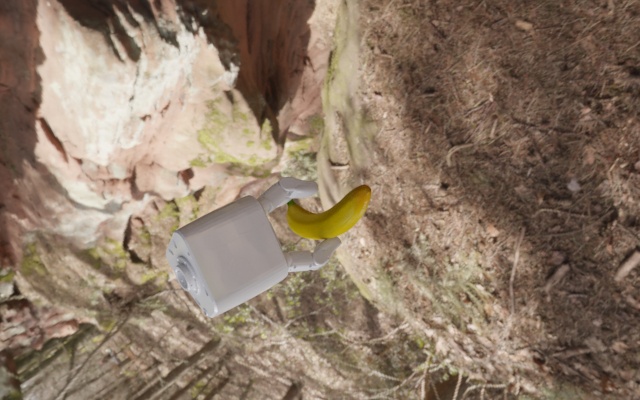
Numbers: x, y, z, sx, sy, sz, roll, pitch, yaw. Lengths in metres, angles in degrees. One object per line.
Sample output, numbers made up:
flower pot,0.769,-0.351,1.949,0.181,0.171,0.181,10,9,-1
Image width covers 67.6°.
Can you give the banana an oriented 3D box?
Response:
banana,0.003,0.020,0.650,0.037,0.069,0.198,-21,10,-35
